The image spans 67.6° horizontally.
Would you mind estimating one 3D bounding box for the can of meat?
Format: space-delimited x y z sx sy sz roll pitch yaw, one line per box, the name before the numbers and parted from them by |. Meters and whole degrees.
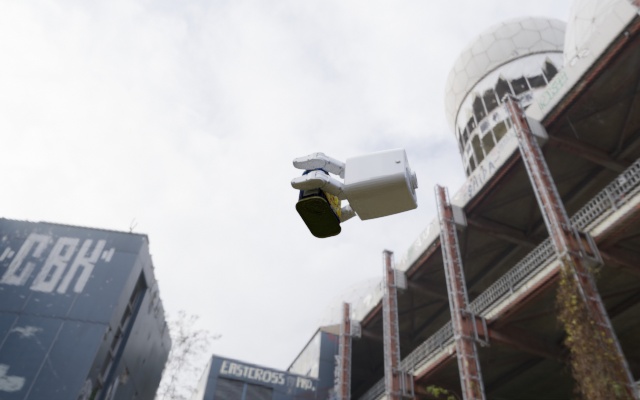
can of meat | 0.000 0.003 0.849 0.057 0.083 0.102 -14 -48 20
